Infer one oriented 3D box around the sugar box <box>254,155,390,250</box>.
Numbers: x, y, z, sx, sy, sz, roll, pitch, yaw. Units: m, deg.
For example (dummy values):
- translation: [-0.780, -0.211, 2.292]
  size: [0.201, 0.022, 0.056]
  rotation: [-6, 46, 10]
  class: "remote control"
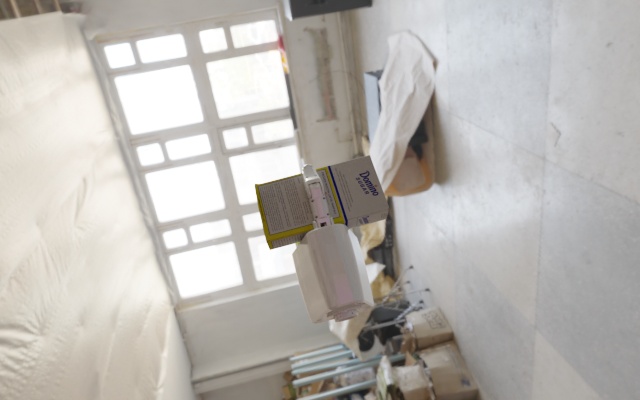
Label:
- translation: [0.000, 0.003, 0.684]
  size: [0.176, 0.093, 0.048]
  rotation: [-13, -24, -7]
  class: "sugar box"
